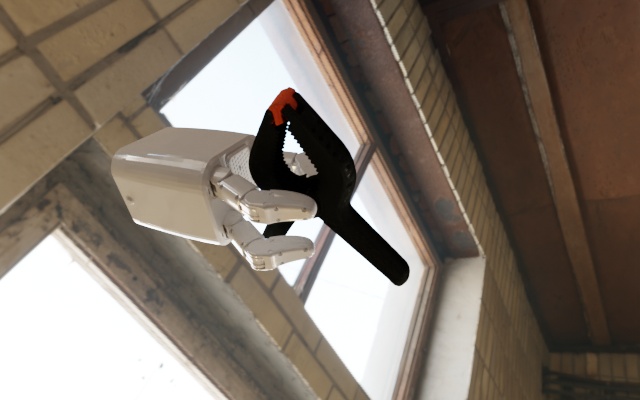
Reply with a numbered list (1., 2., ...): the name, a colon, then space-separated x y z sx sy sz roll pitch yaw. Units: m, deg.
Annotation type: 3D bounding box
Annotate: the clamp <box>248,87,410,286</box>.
1. clamp: 0.000 0.000 0.425 0.164 0.210 0.036 8 43 16
